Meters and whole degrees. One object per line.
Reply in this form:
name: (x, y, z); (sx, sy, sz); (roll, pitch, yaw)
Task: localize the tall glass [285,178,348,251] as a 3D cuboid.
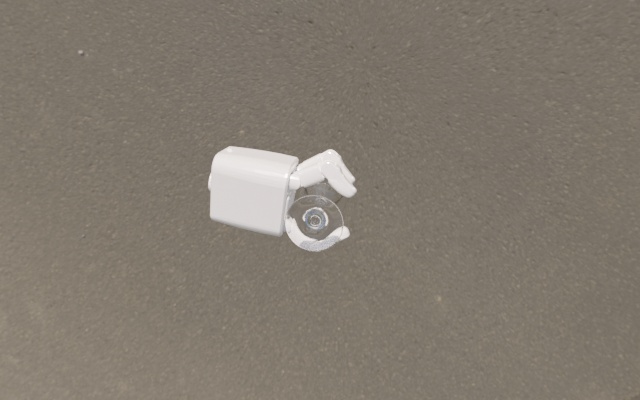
tall glass: (0.000, 0.003, 0.690); (0.079, 0.079, 0.201); (0, 16, 5)
